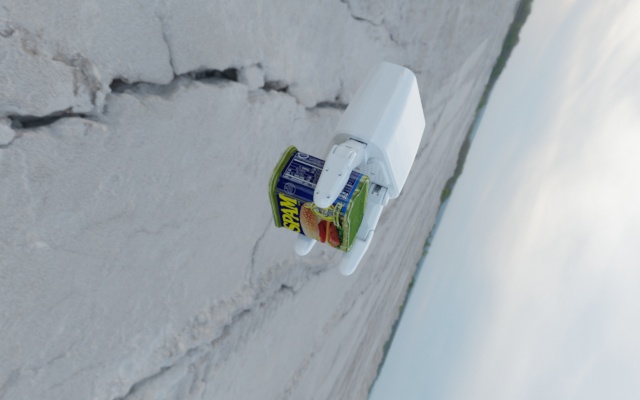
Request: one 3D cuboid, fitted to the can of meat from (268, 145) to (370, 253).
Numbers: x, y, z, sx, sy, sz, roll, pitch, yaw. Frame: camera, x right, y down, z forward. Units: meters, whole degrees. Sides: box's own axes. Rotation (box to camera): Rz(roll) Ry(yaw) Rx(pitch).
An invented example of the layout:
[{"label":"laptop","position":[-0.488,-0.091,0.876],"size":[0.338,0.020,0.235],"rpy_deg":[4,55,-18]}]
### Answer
[{"label":"can of meat","position":[0.000,0.002,0.484],"size":[0.084,0.057,0.102],"rpy_deg":[21,-29,13]}]
